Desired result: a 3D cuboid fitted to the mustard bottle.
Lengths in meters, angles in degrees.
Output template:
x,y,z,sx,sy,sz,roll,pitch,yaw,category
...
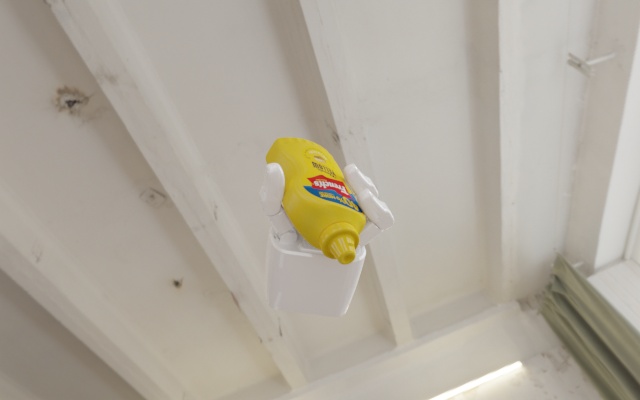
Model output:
x,y,z,sx,sy,sz,roll,pitch,yaw,category
0.000,0.001,0.542,0.096,0.058,0.191,22,27,-31,mustard bottle
